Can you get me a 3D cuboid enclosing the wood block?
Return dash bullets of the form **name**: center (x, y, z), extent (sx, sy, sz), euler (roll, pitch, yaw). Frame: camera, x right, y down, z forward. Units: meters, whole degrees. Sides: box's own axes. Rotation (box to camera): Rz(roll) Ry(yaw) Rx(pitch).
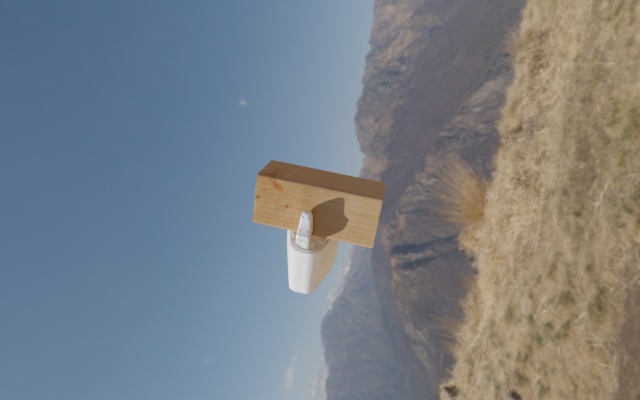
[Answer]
- **wood block**: center (0.000, 0.003, 0.808), extent (0.206, 0.090, 0.090), euler (12, 22, 7)
